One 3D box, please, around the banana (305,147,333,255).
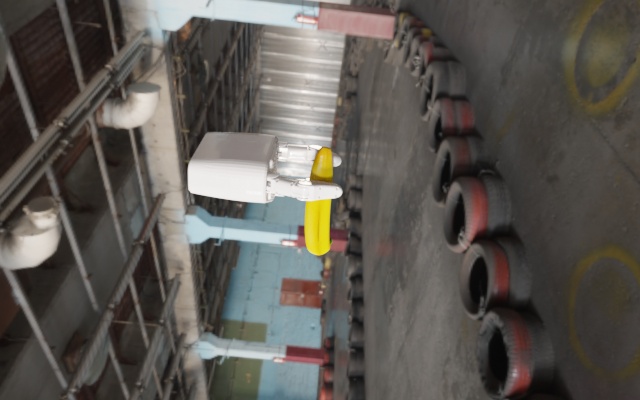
[{"bbox_3d":[-0.002,0.017,0.688,0.037,0.198,0.069,5,44,5],"label":"banana"}]
